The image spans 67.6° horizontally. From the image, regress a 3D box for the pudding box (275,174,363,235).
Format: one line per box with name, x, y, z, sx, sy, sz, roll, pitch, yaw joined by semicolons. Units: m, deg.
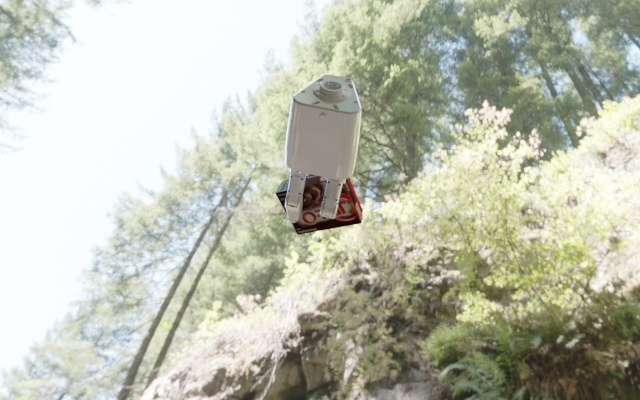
pudding box;0.000;0.002;0.743;0.113;0.090;0.039;-10;35;23
